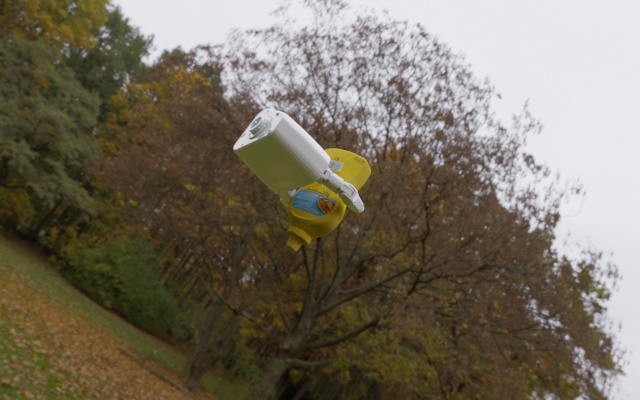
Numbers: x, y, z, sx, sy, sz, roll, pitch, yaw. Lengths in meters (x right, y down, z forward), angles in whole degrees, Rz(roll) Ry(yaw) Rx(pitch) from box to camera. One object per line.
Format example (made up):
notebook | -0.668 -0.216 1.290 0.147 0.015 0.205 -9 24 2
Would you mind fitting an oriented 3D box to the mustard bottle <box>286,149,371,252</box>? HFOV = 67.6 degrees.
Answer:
mustard bottle | 0.000 0.003 0.800 0.096 0.191 0.058 19 -24 32
